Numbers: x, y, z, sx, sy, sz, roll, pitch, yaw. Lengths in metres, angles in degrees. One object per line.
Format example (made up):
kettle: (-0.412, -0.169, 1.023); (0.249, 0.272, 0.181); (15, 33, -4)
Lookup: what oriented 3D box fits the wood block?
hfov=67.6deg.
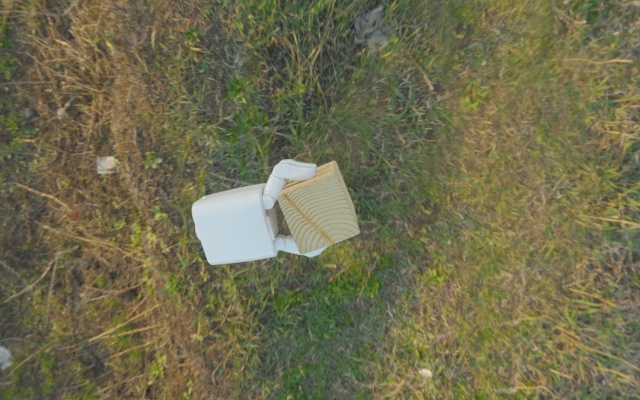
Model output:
wood block: (0.000, 0.003, 0.744); (0.090, 0.091, 0.206); (-21, 9, 5)
